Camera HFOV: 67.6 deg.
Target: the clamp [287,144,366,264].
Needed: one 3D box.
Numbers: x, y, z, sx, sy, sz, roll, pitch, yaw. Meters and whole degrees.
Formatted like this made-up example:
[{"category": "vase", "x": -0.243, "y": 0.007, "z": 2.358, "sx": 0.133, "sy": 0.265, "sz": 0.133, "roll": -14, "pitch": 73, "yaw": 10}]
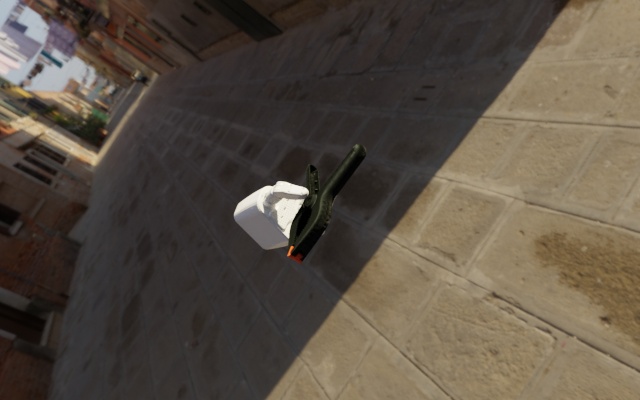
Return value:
[{"category": "clamp", "x": -0.001, "y": 0.003, "z": 0.793, "sx": 0.036, "sy": 0.210, "sz": 0.164, "roll": 32, "pitch": -31, "yaw": -23}]
